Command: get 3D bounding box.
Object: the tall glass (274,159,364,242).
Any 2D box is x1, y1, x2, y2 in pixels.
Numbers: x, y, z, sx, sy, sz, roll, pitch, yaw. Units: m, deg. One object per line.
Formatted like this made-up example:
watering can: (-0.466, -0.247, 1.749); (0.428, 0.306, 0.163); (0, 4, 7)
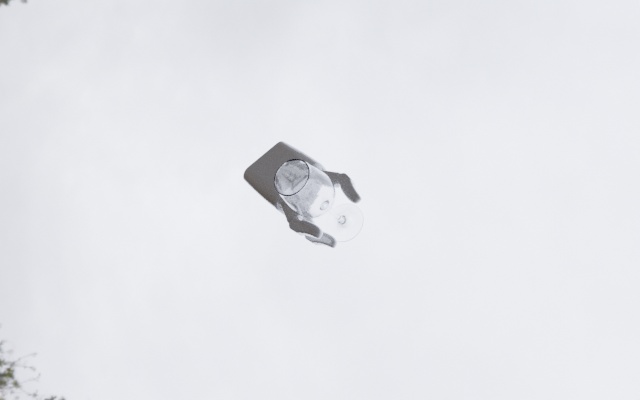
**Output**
tall glass: (0.001, 0.003, 0.790); (0.079, 0.079, 0.201); (0, -22, 28)
